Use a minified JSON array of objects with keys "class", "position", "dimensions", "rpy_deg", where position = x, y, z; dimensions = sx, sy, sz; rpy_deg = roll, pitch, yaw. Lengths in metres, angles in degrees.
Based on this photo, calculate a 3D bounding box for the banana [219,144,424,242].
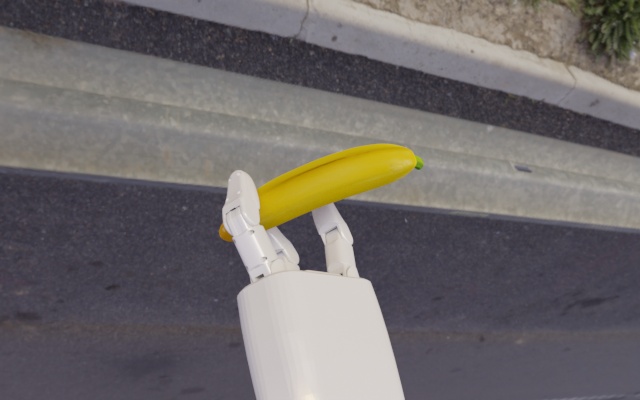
[{"class":"banana","position":[0.001,-0.008,0.408],"dimensions":[0.198,0.037,0.070],"rpy_deg":[-19,-28,-2]}]
